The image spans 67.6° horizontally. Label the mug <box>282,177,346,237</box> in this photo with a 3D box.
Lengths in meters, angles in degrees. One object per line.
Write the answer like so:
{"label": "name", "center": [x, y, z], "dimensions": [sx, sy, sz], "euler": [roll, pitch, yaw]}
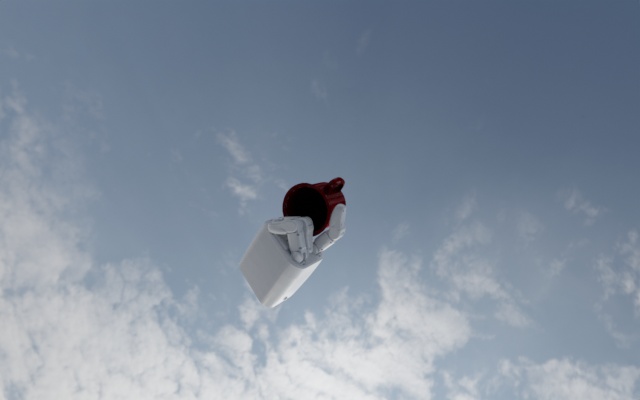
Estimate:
{"label": "mug", "center": [0.001, 0.002, 0.834], "dimensions": [0.093, 0.117, 0.081], "euler": [45, 25, 15]}
